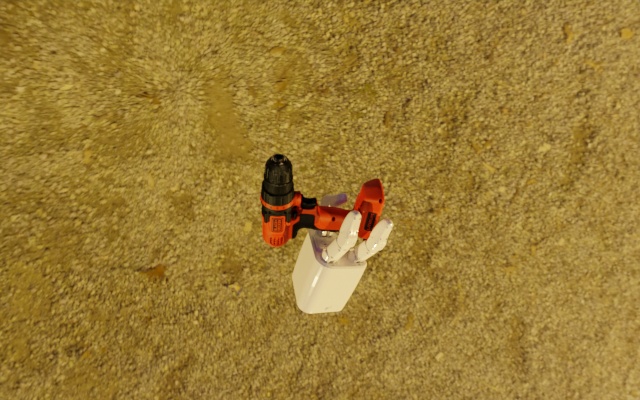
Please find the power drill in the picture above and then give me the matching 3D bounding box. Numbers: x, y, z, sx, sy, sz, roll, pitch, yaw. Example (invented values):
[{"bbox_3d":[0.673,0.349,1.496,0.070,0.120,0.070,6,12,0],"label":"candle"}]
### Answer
[{"bbox_3d":[0.001,0.003,0.745,0.187,0.057,0.185,2,-42,-6],"label":"power drill"}]
